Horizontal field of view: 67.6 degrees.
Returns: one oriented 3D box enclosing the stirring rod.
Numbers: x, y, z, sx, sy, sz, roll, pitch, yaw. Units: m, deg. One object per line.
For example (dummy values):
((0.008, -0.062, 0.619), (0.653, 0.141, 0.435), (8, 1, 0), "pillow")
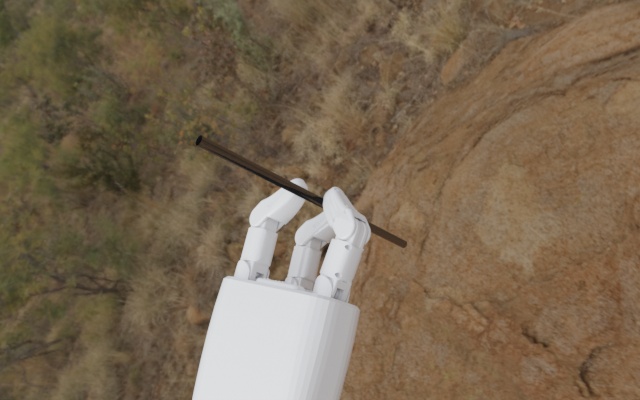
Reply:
((0.000, 0.001, 0.403), (0.239, 0.011, 0.011), (27, -18, -39), "stirring rod")
